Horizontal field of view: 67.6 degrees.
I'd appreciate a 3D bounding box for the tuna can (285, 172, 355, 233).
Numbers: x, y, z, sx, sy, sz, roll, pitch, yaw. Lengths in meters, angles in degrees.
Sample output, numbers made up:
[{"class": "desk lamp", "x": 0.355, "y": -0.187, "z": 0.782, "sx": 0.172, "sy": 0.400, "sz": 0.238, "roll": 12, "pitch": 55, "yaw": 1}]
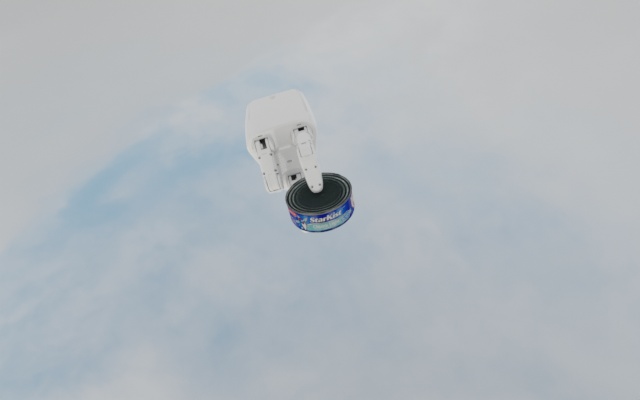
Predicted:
[{"class": "tuna can", "x": 0.000, "y": 0.002, "z": 0.611, "sx": 0.086, "sy": 0.034, "sz": 0.086, "roll": -9, "pitch": 37, "yaw": 6}]
